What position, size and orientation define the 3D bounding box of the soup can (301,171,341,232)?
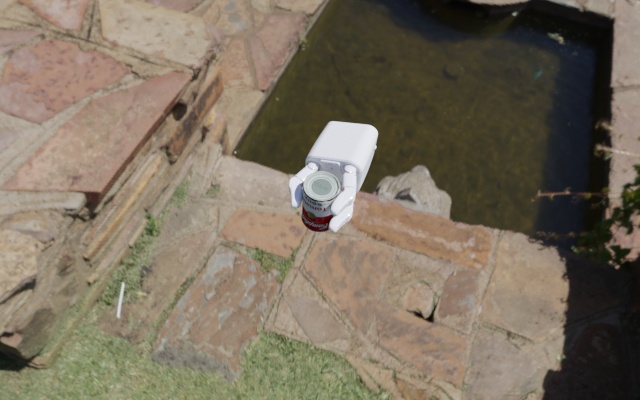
[{"bbox_3d":[0.000,0.003,0.867,0.068,0.068,0.102,0,-35,-3],"label":"soup can"}]
